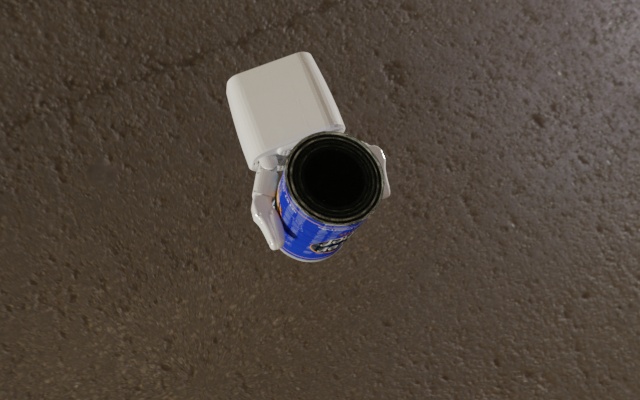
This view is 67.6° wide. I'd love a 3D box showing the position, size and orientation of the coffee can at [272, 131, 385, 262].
[{"bbox_3d":[0.000,0.002,0.532,0.103,0.102,0.140,0,-21,-14],"label":"coffee can"}]
